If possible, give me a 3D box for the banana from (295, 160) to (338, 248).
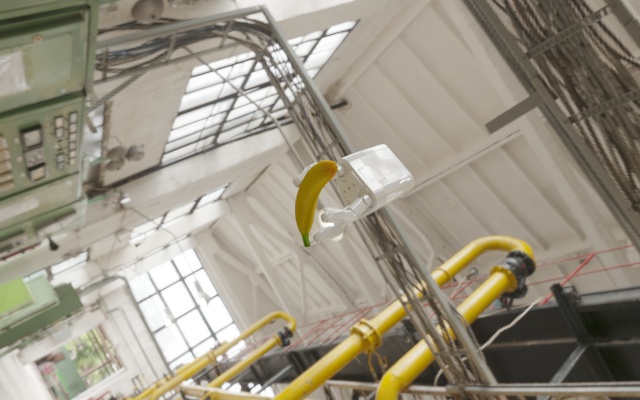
[{"bbox_3d":[-0.011,-0.008,0.797,0.037,0.069,0.198,-19,-35,-30],"label":"banana"}]
